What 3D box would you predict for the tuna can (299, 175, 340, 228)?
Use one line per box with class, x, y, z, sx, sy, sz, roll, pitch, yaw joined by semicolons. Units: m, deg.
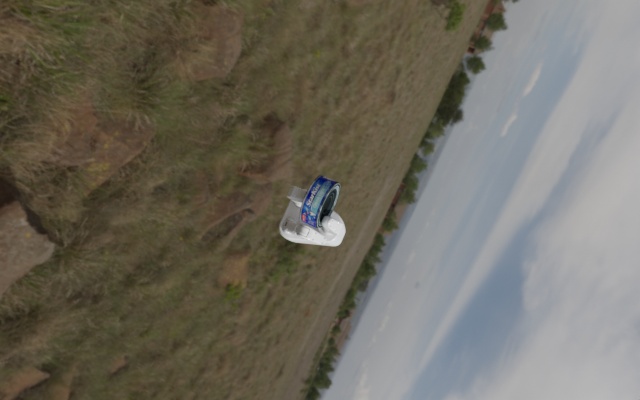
tuna can;0.001;0.003;0.797;0.033;0.086;0.086;25;7;15
